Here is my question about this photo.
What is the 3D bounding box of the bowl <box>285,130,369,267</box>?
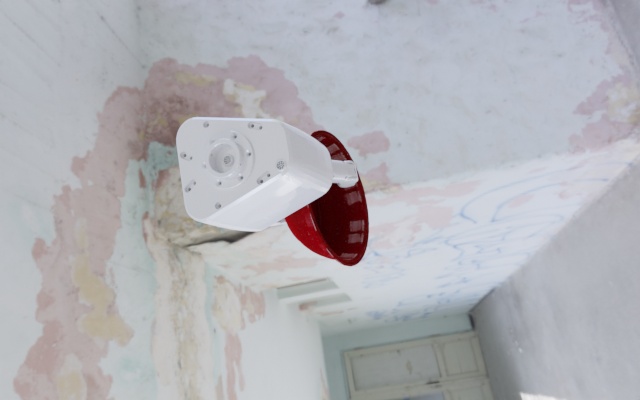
[{"bbox_3d":[0.000,0.002,0.566,0.055,0.162,0.162,-15,-7,27],"label":"bowl"}]
